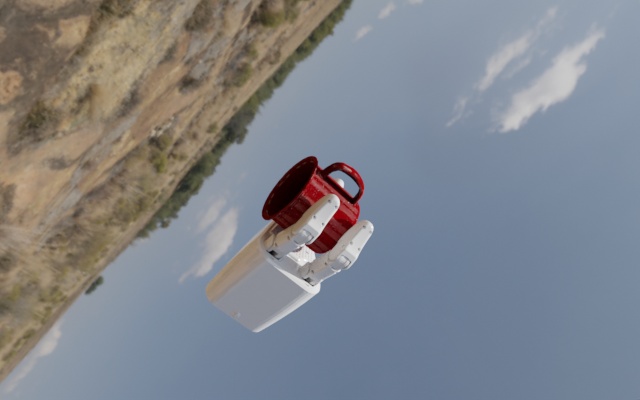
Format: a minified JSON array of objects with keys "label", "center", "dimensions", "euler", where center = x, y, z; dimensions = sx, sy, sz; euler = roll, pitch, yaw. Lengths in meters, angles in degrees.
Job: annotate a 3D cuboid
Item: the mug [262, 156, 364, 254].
[{"label":"mug","center":[0.001,0.001,0.556],"dimensions":[0.117,0.081,0.093],"euler":[-39,24,25]}]
